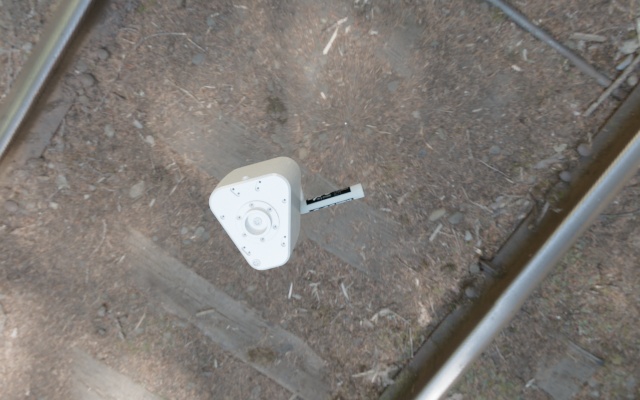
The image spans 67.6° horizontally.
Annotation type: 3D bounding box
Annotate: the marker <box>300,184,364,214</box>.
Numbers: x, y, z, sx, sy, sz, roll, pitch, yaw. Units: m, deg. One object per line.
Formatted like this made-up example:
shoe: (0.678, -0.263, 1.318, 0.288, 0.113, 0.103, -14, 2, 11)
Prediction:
marker: (0.000, 0.002, 0.661, 0.121, 0.020, 0.020, -16, -2, 5)
